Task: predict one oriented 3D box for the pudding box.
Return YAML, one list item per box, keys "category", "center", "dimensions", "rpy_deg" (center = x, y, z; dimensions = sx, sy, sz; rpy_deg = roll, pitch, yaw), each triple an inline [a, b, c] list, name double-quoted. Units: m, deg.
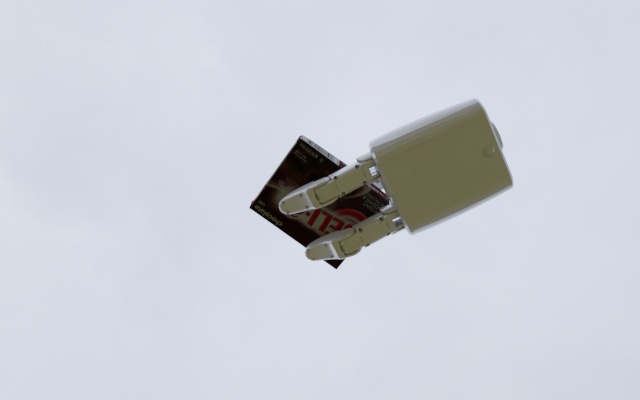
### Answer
- category: "pudding box"
  center: [0.000, 0.001, 0.484]
  dimensions: [0.113, 0.090, 0.039]
  rpy_deg: [36, 16, -5]
